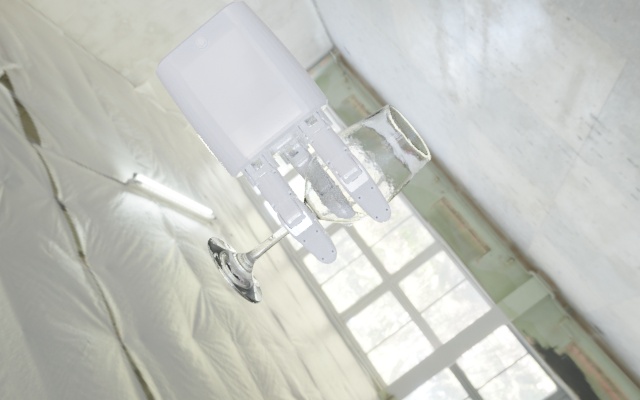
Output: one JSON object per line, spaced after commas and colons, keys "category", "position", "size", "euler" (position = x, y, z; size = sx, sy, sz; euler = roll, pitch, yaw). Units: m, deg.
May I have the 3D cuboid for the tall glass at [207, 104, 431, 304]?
{"category": "tall glass", "position": [0.000, 0.002, 0.426], "size": [0.201, 0.079, 0.079], "euler": [-38, -3, 4]}
